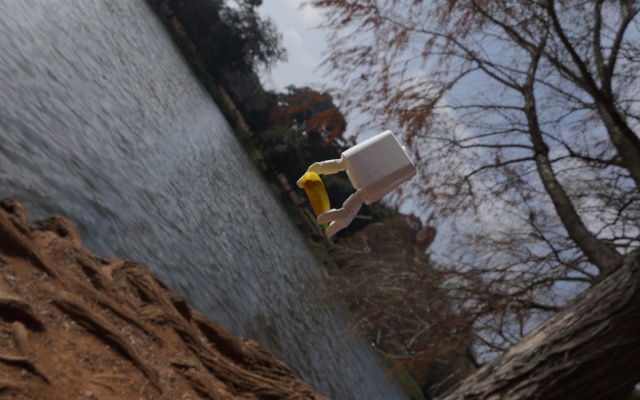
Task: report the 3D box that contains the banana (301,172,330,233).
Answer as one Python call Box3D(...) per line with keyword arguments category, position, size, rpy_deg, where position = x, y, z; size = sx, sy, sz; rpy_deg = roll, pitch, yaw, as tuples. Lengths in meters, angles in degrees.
Box3D(category="banana", position=(-0.006, -0.010, 0.899), size=(0.037, 0.069, 0.198), rpy_deg=(-24, -31, -1))
